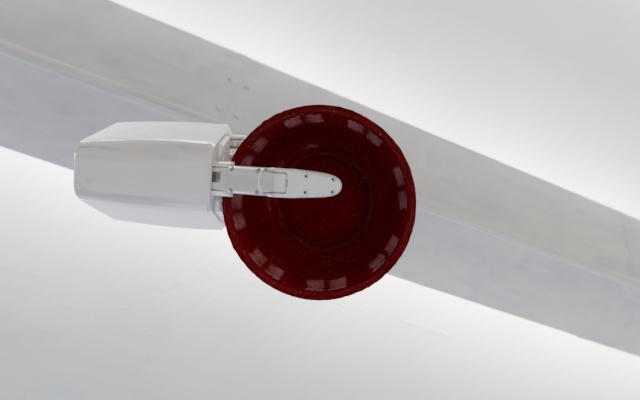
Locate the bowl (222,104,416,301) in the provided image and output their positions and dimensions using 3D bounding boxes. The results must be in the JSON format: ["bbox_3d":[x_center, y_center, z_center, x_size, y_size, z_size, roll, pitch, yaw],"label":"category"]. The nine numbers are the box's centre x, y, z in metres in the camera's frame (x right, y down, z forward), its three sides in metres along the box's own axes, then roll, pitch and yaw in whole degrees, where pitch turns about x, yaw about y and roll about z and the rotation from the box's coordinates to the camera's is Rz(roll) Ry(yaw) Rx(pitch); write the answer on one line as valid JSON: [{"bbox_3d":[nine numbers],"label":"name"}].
[{"bbox_3d":[0.001,0.002,0.417,0.162,0.162,0.055,0,2,7],"label":"bowl"}]
